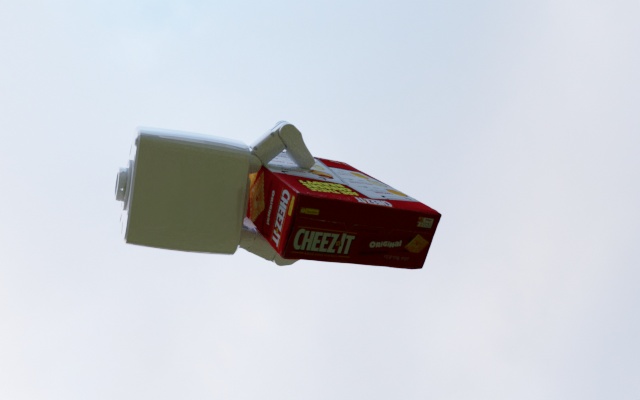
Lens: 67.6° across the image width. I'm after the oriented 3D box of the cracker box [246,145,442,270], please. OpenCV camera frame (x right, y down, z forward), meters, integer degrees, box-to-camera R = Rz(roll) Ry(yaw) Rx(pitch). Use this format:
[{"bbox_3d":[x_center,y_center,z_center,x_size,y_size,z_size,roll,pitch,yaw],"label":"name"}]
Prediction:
[{"bbox_3d":[0.000,0.002,0.537,0.164,0.072,0.213,8,15,-27],"label":"cracker box"}]
